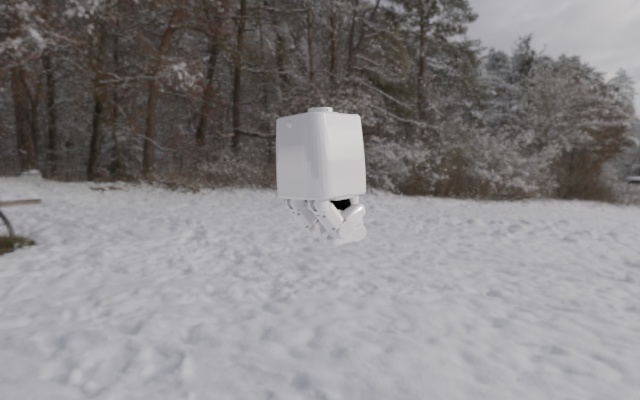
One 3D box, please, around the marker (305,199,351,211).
[{"bbox_3d":[0.000,0.002,0.673,0.020,0.020,0.121,0,2,-37],"label":"marker"}]
